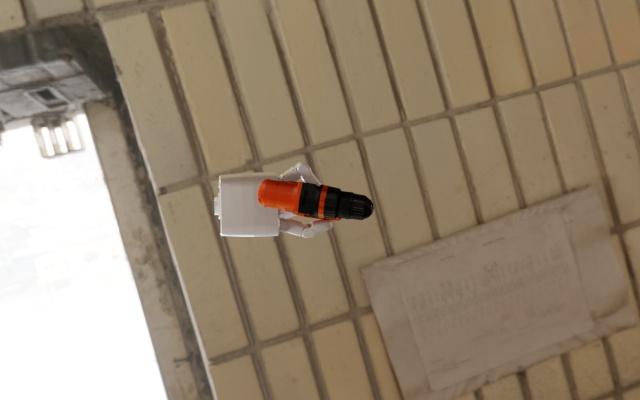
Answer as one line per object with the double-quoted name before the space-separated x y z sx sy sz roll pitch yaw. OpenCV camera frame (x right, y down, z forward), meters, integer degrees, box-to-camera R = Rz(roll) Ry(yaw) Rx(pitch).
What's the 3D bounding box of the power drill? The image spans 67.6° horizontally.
"power drill" 0.000 0.003 0.820 0.184 0.057 0.187 11 -3 7
